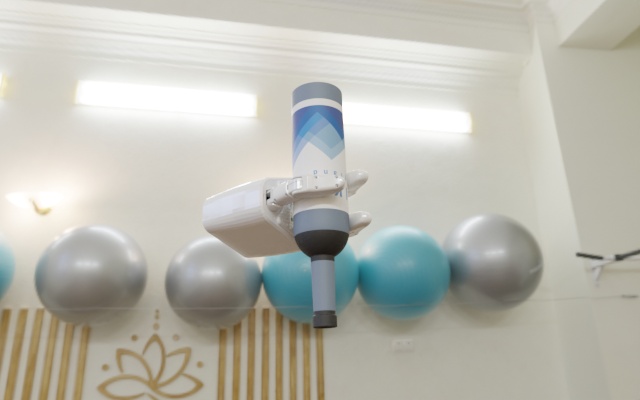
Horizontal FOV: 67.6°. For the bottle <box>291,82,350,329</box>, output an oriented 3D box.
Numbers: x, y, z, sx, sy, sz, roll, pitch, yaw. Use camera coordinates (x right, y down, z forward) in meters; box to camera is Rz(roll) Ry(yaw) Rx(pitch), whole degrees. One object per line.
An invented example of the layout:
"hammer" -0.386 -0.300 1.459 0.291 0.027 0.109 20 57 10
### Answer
"bottle" 0.000 0.002 0.576 0.069 0.295 0.069 -2 -19 -1
